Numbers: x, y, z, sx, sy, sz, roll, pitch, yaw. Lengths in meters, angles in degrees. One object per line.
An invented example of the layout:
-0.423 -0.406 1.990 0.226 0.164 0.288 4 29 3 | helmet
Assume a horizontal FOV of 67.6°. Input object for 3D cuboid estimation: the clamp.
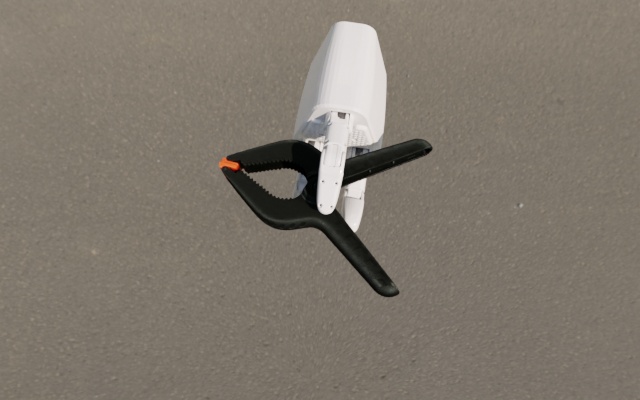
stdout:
0.000 0.001 0.473 0.210 0.164 0.036 9 -18 2 | clamp
